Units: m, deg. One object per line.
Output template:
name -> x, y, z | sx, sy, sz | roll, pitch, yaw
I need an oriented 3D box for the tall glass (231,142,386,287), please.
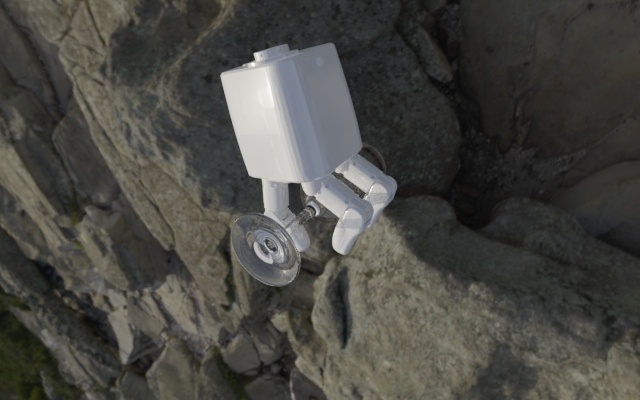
tall glass -> 0.000, 0.002, 0.493 | 0.079, 0.079, 0.201 | 0, 25, 34
